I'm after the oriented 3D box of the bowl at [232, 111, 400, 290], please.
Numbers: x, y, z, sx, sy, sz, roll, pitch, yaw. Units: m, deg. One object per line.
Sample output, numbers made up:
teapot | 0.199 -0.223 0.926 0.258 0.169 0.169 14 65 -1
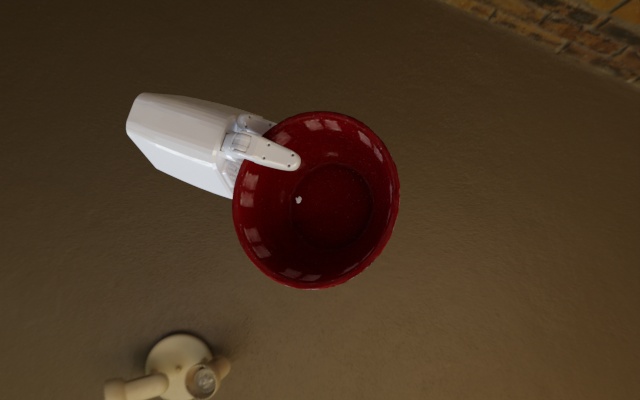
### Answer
bowl | 0.001 0.002 0.449 0.162 0.162 0.055 0 -9 21
